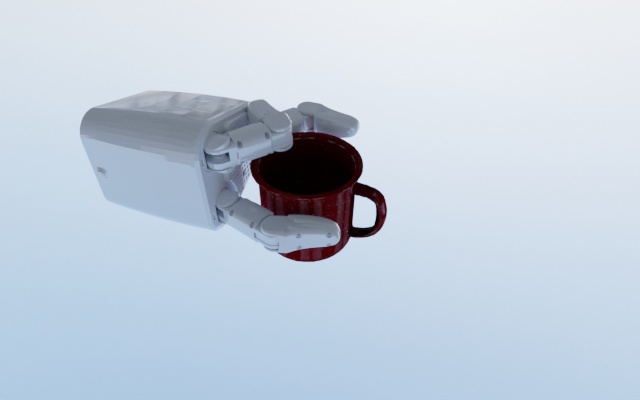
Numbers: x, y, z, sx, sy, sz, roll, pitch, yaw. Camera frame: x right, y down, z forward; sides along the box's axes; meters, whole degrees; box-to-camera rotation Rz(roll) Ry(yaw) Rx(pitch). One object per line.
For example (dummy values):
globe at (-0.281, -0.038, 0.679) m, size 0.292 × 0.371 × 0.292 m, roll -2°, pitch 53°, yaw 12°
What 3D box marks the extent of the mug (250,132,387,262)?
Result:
mug at (0.001, 0.002, 0.414) m, size 0.117 × 0.082 × 0.093 m, roll 12°, pitch 42°, yaw 13°
